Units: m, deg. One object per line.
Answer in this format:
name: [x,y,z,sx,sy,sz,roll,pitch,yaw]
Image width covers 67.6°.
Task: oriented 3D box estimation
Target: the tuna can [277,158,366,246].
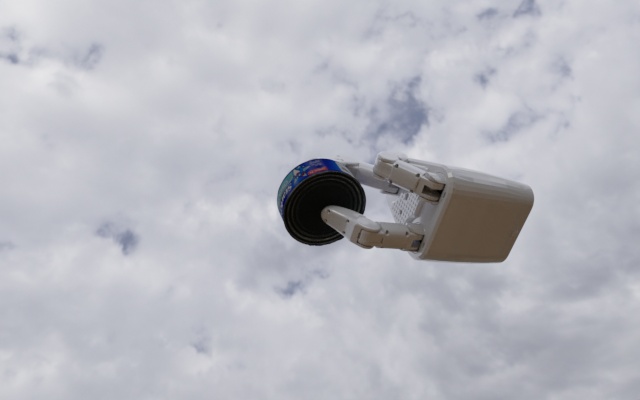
tuna can: [0.000,0.001,0.480,0.086,0.086,0.033,0,31,-21]
